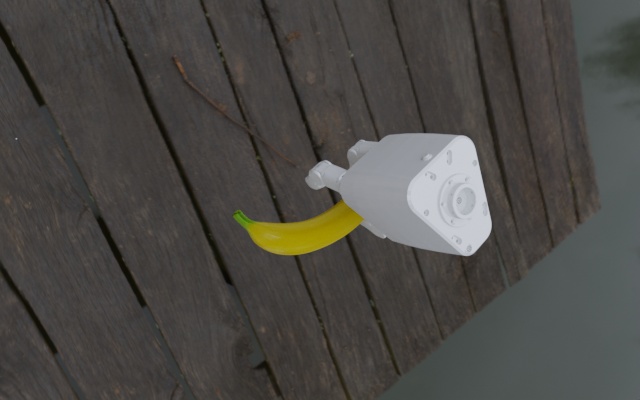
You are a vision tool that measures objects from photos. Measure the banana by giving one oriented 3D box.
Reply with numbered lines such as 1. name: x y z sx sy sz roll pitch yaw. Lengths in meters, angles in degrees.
1. banana: 0.001 0.021 0.564 0.198 0.069 0.037 -16 11 -25
